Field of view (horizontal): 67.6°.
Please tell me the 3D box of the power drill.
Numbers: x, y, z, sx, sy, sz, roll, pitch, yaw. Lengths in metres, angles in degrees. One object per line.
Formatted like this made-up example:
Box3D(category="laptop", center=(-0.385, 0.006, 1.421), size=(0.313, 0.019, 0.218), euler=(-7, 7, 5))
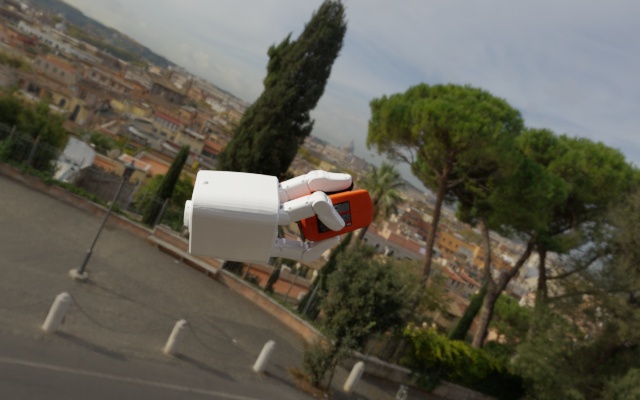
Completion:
Box3D(category="power drill", center=(0.000, 0.002, 0.718), size=(0.184, 0.057, 0.187), euler=(-16, 15, -22))
